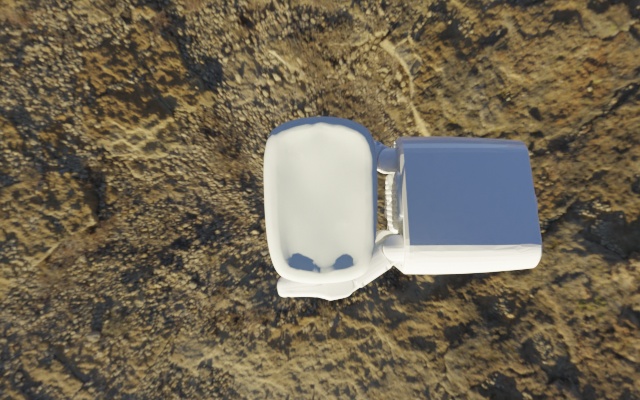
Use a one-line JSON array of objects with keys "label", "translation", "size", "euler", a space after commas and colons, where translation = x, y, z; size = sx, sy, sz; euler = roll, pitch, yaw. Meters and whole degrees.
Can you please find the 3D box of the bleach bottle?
[{"label": "bleach bottle", "translation": [0.000, 0.001, 0.401], "size": [0.068, 0.102, 0.251], "euler": [-1, 0, 0]}]
